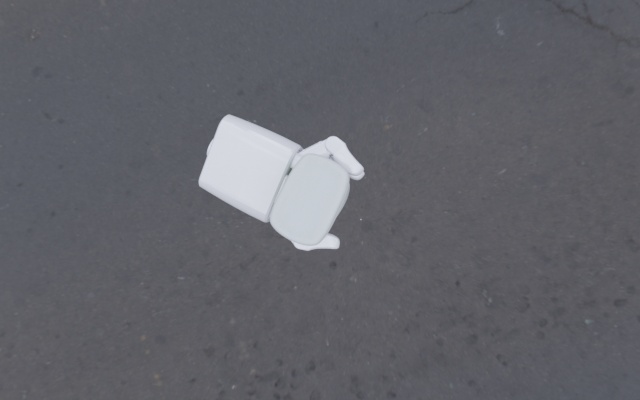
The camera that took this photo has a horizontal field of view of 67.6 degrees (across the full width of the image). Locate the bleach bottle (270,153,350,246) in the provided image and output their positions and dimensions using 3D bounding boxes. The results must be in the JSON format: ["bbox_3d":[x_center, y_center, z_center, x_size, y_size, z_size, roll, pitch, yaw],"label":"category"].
[{"bbox_3d":[0.000,0.002,0.638,0.068,0.102,0.251,27,0,6],"label":"bleach bottle"}]
